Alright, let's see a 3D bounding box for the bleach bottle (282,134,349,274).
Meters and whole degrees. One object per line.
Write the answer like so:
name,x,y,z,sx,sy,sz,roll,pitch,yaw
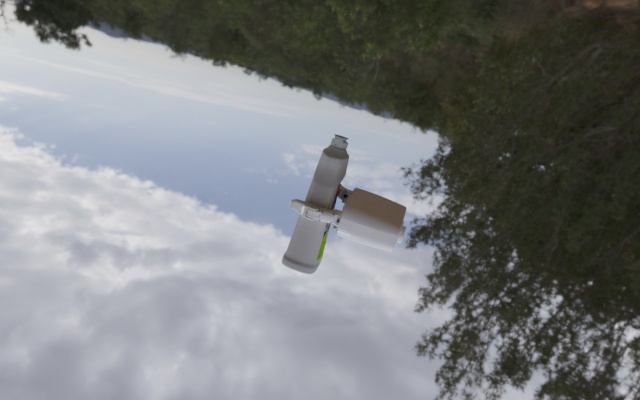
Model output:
bleach bottle,0.000,0.003,0.881,0.068,0.251,0.102,19,14,8
